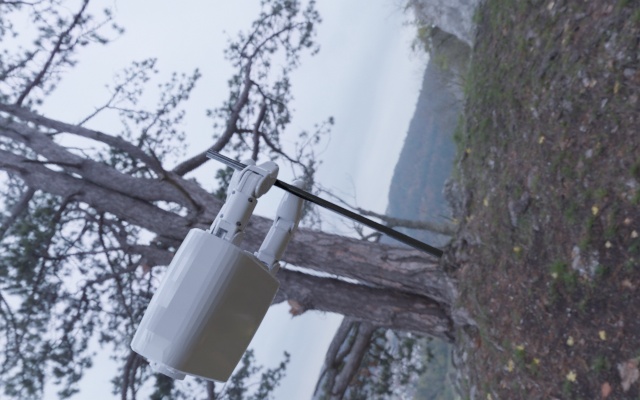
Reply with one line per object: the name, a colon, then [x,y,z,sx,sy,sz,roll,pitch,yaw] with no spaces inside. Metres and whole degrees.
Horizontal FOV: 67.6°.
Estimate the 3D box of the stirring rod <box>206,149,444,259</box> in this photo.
stirring rod: [0.000,0.002,0.447,0.239,0.011,0.011,24,3,8]
